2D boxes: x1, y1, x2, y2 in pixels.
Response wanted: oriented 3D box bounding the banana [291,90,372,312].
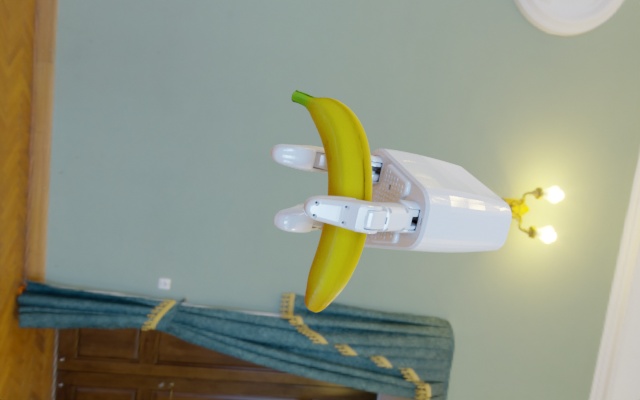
[{"bbox_3d":[0.014,-0.004,0.409,0.069,0.197,0.037,-10,-10,42],"label":"banana"}]
